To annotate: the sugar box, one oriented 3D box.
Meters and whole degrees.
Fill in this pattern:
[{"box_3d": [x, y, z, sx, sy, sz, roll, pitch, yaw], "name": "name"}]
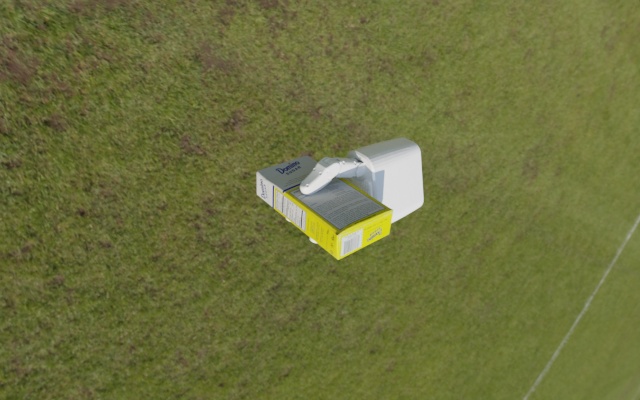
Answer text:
[{"box_3d": [0.000, 0.003, 0.637, 0.093, 0.048, 0.176, -21, 38, -34], "name": "sugar box"}]
